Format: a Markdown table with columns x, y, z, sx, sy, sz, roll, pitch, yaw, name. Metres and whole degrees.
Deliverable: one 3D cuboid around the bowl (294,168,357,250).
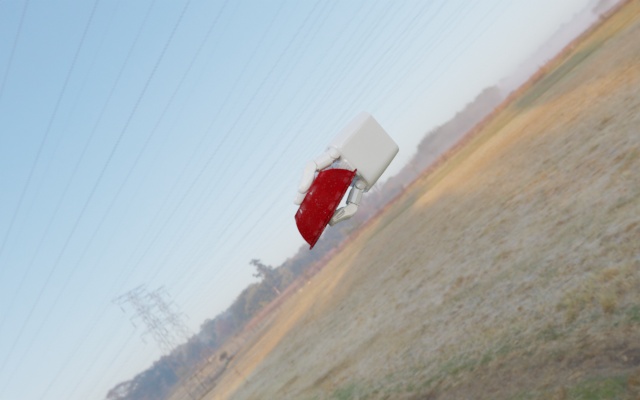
| x | y | z | sx | sy | sz | roll | pitch | yaw | name |
| --- | --- | --- | --- | --- | --- | --- | --- | --- | --- |
| -0.001 | 0.003 | 0.822 | 0.055 | 0.162 | 0.162 | 30 | -1 | -1 | bowl |
